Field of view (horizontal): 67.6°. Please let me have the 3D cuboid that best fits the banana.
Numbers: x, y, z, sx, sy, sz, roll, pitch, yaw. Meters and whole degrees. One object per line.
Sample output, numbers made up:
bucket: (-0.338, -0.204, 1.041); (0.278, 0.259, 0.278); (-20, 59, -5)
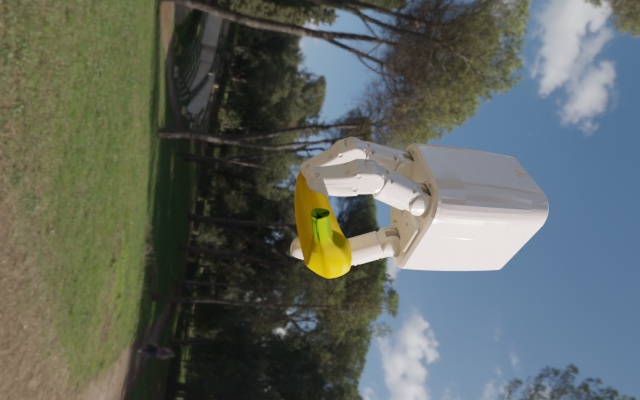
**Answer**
banana: (0.000, 0.020, 0.408); (0.037, 0.069, 0.197); (-1, 11, -7)
